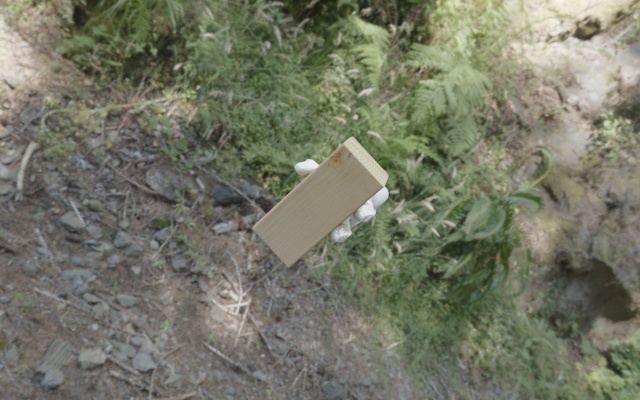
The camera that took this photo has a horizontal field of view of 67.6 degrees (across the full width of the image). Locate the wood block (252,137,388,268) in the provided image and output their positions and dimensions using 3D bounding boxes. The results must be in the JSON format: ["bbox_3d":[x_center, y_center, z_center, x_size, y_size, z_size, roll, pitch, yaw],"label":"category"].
[{"bbox_3d":[0.000,0.002,0.775,0.206,0.091,0.090,-42,2,19],"label":"wood block"}]
